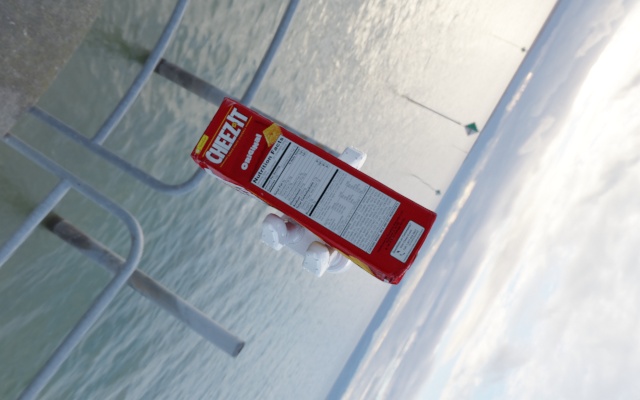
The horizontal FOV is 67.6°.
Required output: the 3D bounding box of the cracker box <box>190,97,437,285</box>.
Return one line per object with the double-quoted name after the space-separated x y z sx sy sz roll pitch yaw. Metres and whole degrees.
0.000 0.001 0.473 0.213 0.072 0.164 30 -5 13 "cracker box"
